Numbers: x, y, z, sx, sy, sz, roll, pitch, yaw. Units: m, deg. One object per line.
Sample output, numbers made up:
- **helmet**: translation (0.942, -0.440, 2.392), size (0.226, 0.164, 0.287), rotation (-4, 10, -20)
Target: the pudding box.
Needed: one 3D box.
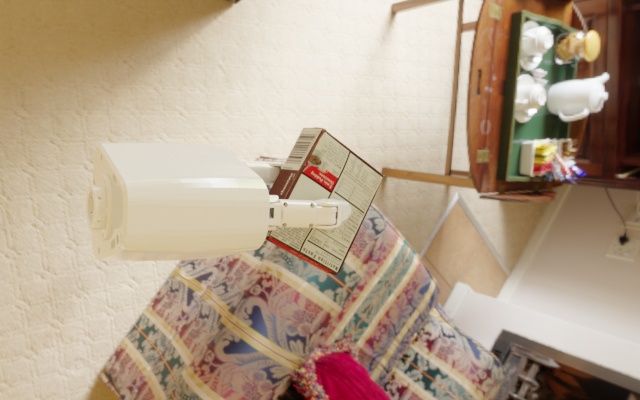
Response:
- **pudding box**: translation (0.000, 0.001, 0.451), size (0.090, 0.113, 0.039), rotation (34, -12, -33)
